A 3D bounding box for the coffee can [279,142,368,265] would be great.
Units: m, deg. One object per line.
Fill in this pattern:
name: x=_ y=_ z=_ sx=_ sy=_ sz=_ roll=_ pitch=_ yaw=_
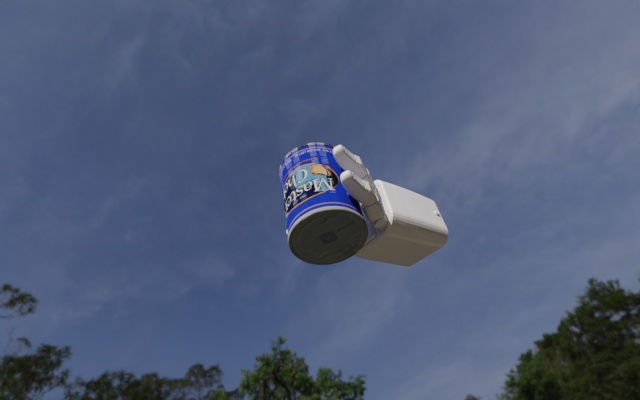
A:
coffee can: x=0.000 y=0.002 z=0.655 sx=0.103 sy=0.103 sz=0.140 roll=0 pitch=42 yaw=-12
